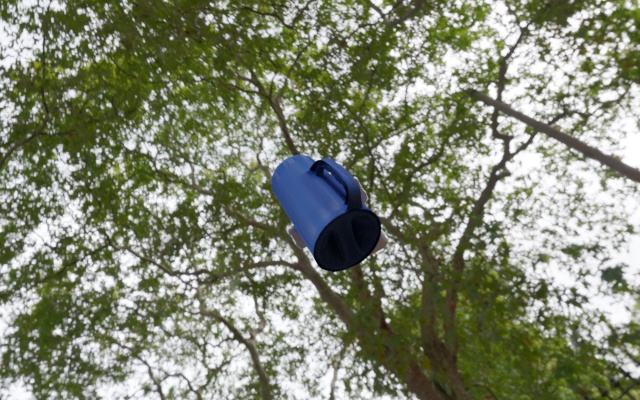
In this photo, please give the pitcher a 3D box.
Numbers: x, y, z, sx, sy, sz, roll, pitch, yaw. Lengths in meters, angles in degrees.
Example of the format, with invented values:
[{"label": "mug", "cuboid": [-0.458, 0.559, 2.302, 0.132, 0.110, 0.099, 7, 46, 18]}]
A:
[{"label": "pitcher", "cuboid": [0.000, 0.003, 0.898, 0.145, 0.149, 0.242, 43, 4, -43]}]
